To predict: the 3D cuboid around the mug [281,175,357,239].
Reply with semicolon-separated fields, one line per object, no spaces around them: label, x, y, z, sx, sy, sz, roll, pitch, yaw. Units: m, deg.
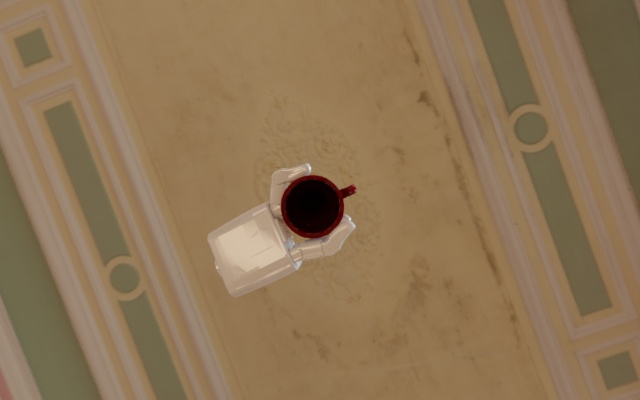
mug;0.001;0.002;0.734;0.117;0.093;0.081;-25;2;3
